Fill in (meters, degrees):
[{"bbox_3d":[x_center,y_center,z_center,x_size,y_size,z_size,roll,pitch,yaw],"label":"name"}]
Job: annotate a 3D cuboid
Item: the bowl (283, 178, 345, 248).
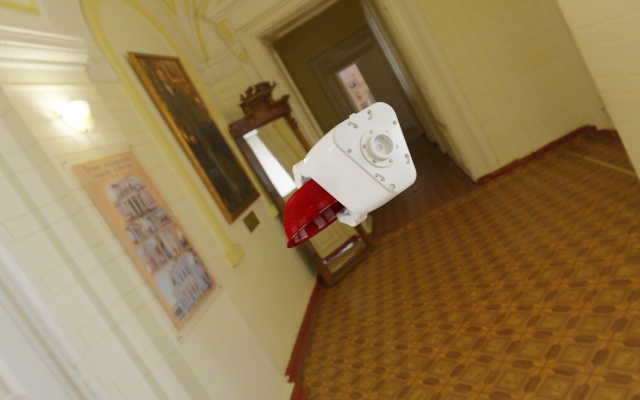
[{"bbox_3d":[-0.001,0.003,0.716,0.162,0.055,0.162,-36,-11,-8],"label":"bowl"}]
